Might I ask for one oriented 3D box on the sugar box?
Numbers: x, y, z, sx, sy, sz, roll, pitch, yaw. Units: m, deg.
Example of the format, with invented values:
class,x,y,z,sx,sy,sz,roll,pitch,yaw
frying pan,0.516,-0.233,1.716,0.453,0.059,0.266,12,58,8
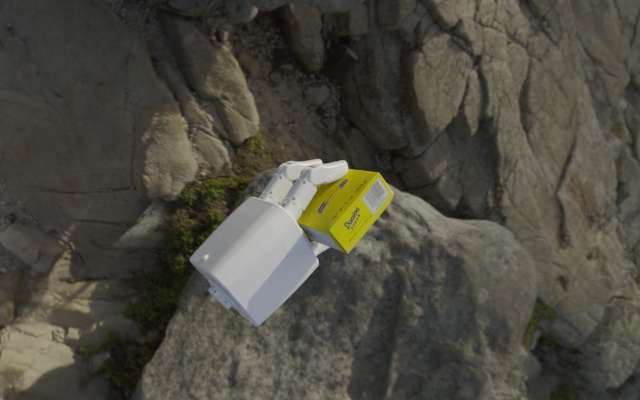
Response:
class,x,y,z,sx,sy,sz,roll,pitch,yaw
sugar box,0.000,0.002,0.598,0.176,0.093,0.048,14,-32,54
